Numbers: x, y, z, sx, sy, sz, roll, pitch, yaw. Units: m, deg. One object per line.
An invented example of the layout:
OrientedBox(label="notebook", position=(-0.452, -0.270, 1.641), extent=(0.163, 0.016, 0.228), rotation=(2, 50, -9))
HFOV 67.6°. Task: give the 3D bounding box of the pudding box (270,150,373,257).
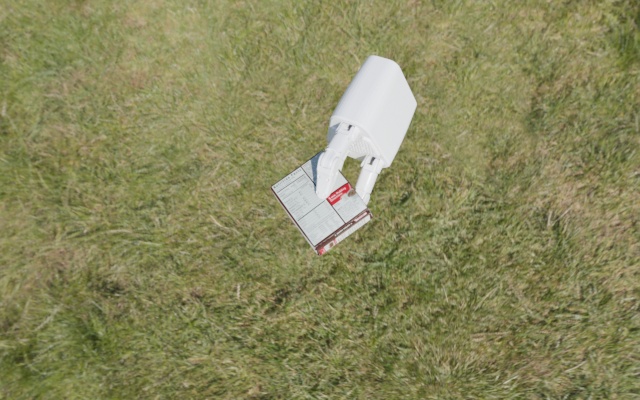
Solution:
OrientedBox(label="pudding box", position=(0.000, 0.002, 0.630), extent=(0.090, 0.113, 0.039), rotation=(-36, -26, -3))
